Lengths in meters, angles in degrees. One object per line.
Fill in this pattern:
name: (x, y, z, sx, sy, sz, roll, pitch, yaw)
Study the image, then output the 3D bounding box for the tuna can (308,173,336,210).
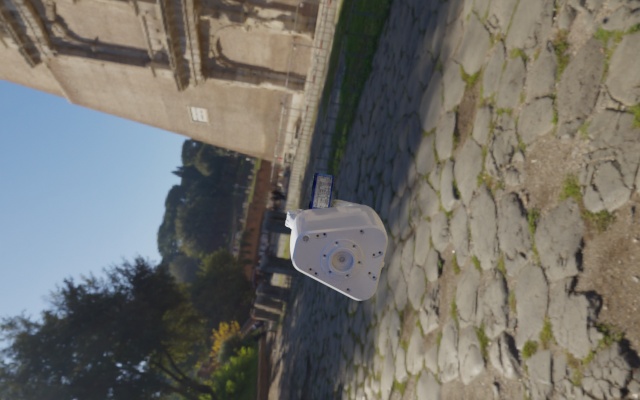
tuna can: (0.000, 0.002, 0.719, 0.034, 0.086, 0.086, 9, 0, -1)
